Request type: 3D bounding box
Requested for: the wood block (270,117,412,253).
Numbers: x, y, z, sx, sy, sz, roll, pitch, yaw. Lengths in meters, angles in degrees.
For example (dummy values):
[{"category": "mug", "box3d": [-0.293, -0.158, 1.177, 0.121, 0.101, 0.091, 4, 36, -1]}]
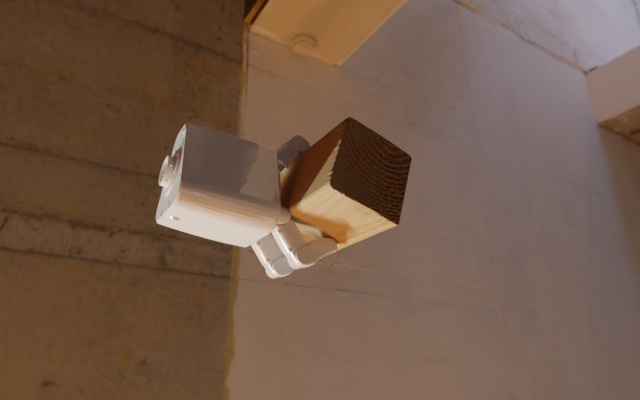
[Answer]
[{"category": "wood block", "box3d": [0.000, 0.001, 0.561, 0.090, 0.090, 0.206, 29, -32, -22]}]
